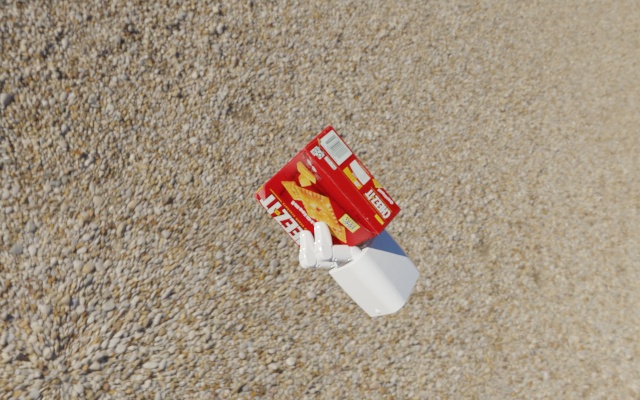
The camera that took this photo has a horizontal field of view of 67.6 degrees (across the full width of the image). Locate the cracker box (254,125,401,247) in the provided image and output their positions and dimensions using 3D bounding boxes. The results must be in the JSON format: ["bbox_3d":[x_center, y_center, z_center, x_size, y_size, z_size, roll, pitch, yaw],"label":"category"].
[{"bbox_3d":[0.000,0.002,0.760,0.072,0.164,0.214,-44,5,-33],"label":"cracker box"}]
